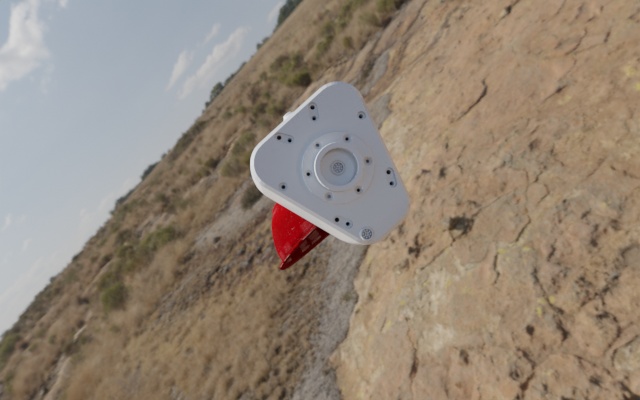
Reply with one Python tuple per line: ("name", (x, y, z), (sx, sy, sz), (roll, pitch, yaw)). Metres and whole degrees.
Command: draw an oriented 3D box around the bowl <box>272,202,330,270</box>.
("bowl", (0.000, 0.002, 0.520), (0.162, 0.055, 0.162), (-42, -9, -8))
